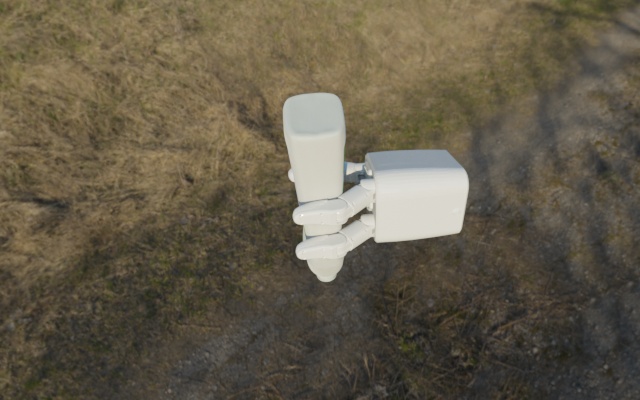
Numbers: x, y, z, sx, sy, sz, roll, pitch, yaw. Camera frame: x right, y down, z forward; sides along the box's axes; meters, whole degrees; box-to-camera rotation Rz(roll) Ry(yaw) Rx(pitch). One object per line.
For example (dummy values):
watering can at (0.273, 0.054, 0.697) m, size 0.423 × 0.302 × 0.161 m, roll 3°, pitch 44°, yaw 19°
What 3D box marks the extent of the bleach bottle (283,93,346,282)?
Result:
bleach bottle at (0.000, 0.002, 0.596) m, size 0.068 × 0.251 × 0.102 m, roll -5°, pitch 40°, yaw 0°
